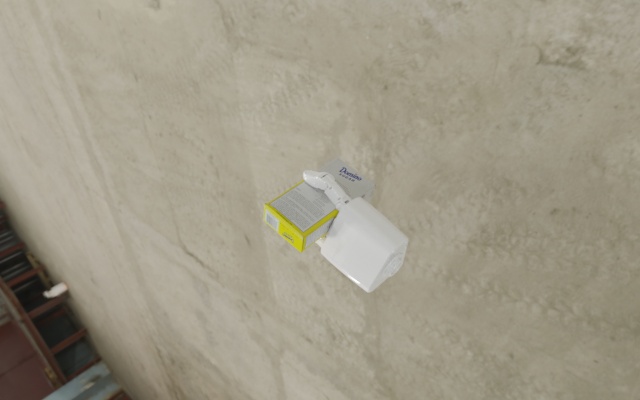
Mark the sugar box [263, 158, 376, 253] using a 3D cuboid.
[{"bbox_3d":[0.000,0.003,0.796,0.093,0.048,0.176,39,51,25],"label":"sugar box"}]
